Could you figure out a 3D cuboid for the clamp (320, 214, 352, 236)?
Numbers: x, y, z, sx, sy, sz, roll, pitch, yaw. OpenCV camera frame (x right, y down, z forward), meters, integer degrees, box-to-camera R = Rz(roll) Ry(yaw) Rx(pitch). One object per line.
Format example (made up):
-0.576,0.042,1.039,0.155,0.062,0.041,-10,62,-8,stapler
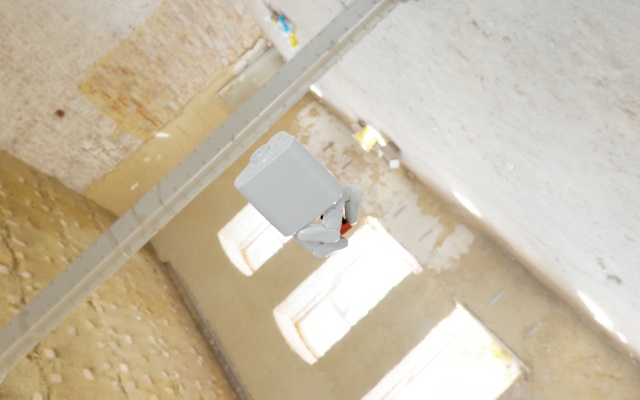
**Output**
0.000,0.003,0.778,0.120,0.039,0.171,45,-1,-23,clamp
